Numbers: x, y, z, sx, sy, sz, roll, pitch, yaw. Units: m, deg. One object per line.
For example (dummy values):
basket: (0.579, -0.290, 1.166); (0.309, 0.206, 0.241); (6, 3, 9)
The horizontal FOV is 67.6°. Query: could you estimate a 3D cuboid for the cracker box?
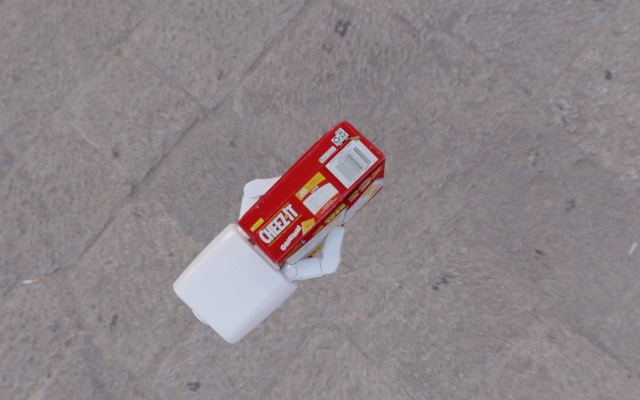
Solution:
cracker box: (0.000, 0.002, 0.604); (0.164, 0.072, 0.214); (-45, -9, 0)
